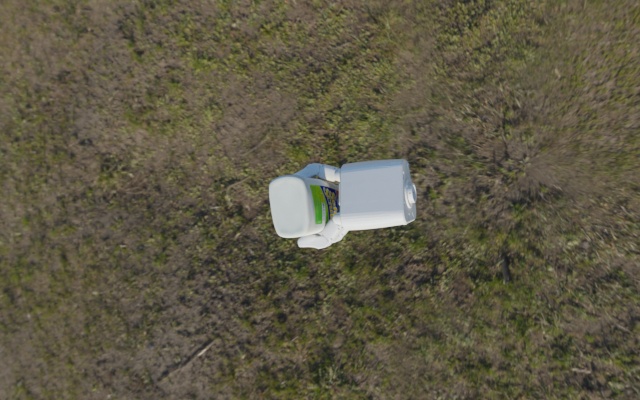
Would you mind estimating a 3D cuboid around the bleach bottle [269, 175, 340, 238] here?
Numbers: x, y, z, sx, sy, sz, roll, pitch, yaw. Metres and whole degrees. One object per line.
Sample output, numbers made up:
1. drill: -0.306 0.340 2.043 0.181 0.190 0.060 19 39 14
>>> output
1. bleach bottle: 0.000 0.003 0.854 0.068 0.102 0.251 -7 1 24
